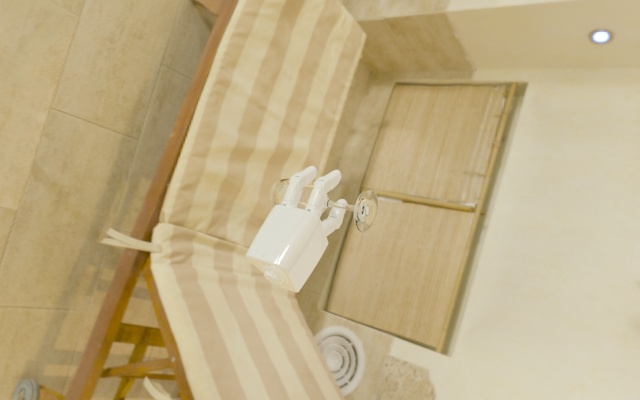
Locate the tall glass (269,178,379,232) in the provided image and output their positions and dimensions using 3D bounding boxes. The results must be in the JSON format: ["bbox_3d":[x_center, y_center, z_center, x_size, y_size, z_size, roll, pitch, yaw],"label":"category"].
[{"bbox_3d":[0.001,0.003,0.862,0.201,0.079,0.079,11,7,37],"label":"tall glass"}]
